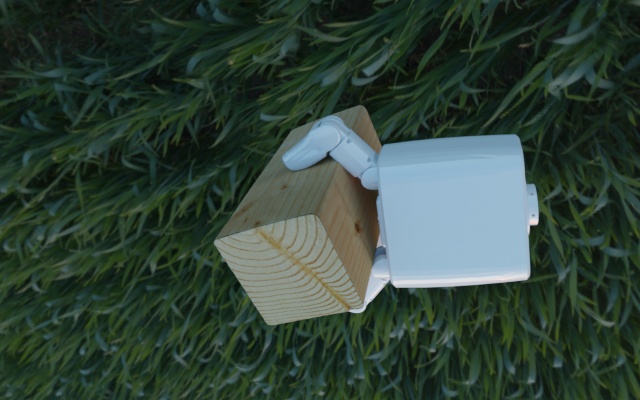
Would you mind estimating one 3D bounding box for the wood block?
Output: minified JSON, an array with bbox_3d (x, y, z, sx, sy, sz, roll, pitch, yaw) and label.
[{"bbox_3d":[0.000,0.001,0.437,0.090,0.091,0.206,-16,26,24],"label":"wood block"}]
